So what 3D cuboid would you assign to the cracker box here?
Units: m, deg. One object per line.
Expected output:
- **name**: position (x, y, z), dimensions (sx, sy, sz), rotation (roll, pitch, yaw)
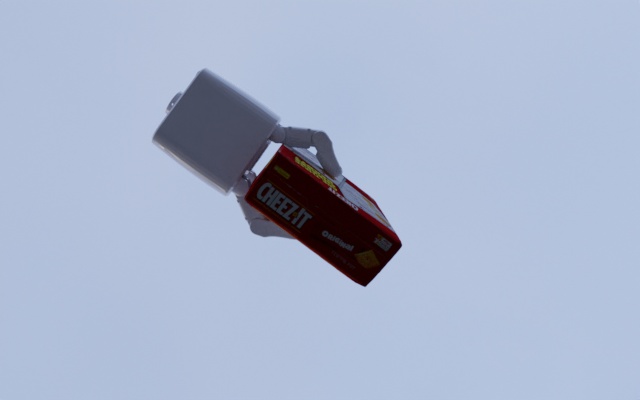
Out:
- **cracker box**: position (0.000, 0.002, 0.592), dimensions (0.164, 0.072, 0.213), rotation (36, 9, -8)
